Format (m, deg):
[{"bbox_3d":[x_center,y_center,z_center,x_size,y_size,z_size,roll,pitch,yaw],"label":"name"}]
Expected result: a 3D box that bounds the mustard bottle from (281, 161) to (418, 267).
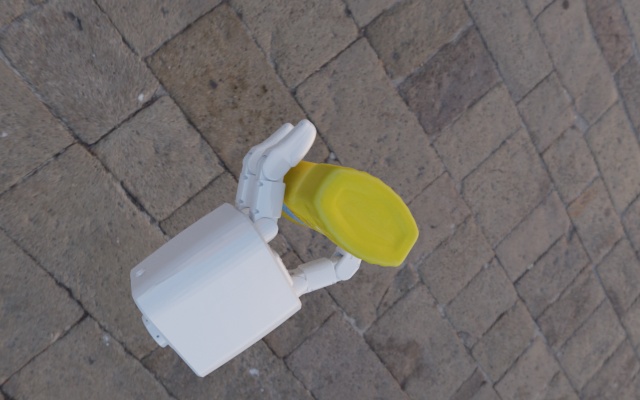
[{"bbox_3d":[0.000,0.001,0.433,0.096,0.058,0.191,35,-6,-23],"label":"mustard bottle"}]
